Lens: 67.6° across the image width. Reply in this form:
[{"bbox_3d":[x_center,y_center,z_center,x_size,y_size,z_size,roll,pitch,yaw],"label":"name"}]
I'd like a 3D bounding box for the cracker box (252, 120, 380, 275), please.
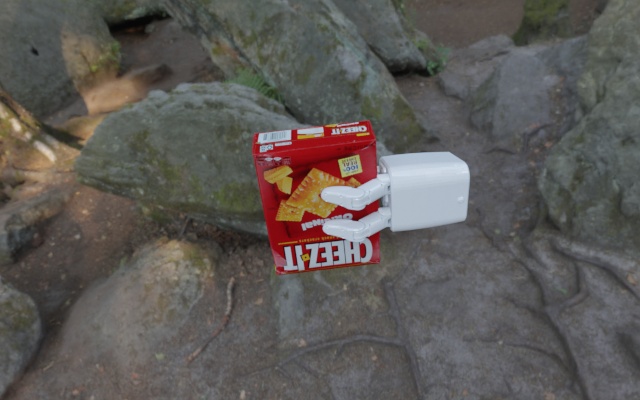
[{"bbox_3d":[0.000,0.002,0.690,0.164,0.214,0.072,-6,33,0],"label":"cracker box"}]
